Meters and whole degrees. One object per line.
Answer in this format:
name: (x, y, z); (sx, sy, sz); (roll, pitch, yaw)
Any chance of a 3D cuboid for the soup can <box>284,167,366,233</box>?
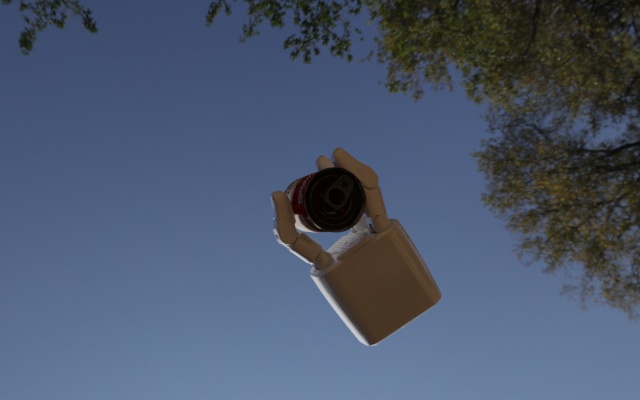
soup can: (0.000, 0.001, 0.538); (0.068, 0.068, 0.102); (0, -3, -18)
